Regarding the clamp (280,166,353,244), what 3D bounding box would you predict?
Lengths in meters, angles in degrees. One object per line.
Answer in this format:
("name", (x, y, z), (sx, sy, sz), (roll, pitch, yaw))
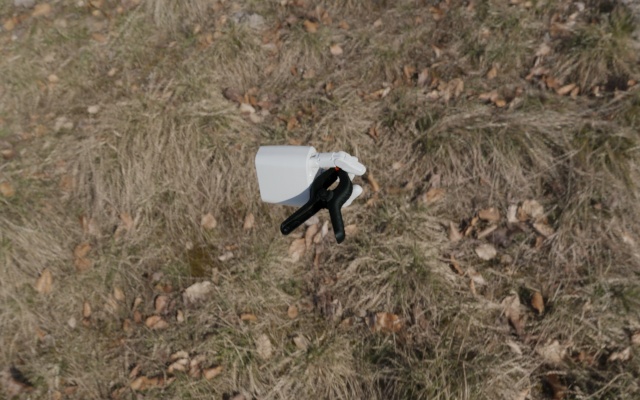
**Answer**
("clamp", (0.000, 0.002, 0.844), (0.120, 0.171, 0.039), (4, -40, 17))
